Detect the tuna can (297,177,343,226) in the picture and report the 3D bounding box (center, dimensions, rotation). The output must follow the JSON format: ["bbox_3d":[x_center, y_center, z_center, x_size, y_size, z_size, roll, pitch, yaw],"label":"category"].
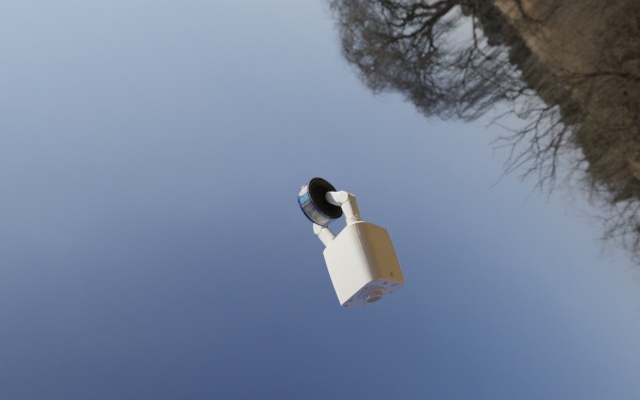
[{"bbox_3d":[0.000,0.003,0.863,0.034,0.086,0.086,-36,-22,34],"label":"tuna can"}]
